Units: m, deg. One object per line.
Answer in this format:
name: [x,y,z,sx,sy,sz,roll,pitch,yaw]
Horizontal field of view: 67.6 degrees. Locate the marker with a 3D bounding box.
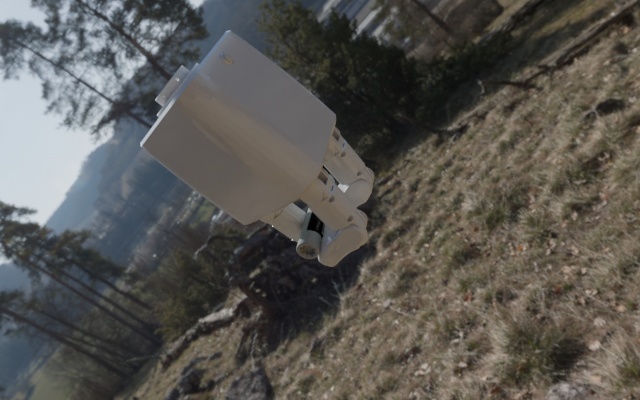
marker: [0.000,0.001,0.426,0.020,0.020,0.121,0,41,14]
